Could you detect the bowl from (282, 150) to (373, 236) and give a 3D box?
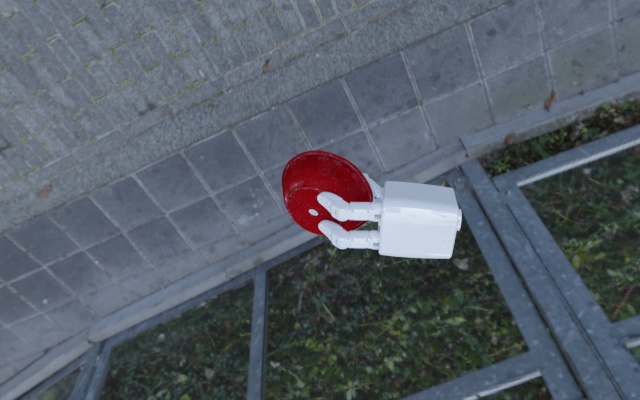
[{"bbox_3d":[-0.001,0.003,0.764,0.162,0.162,0.055,0,35,27],"label":"bowl"}]
